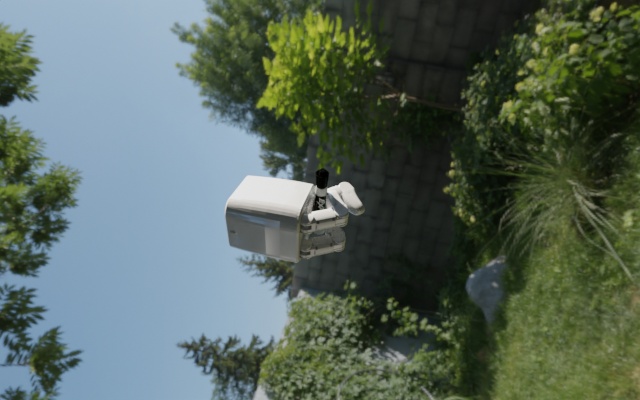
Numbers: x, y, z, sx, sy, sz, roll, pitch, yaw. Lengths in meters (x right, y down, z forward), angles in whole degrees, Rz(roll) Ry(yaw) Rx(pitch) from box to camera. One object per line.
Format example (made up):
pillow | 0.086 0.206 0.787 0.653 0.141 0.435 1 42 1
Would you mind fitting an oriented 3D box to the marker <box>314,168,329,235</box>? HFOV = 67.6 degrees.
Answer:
marker | 0.000 0.002 0.692 0.020 0.121 0.020 2 44 -2
